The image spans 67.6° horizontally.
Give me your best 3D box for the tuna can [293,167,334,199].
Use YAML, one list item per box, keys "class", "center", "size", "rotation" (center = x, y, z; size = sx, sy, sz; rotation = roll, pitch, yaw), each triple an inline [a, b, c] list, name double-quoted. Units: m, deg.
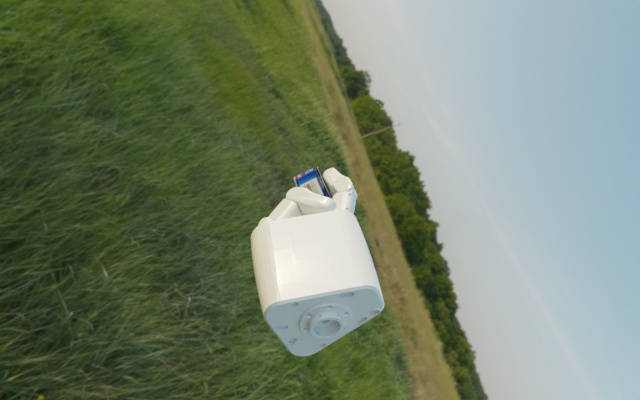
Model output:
- class: "tuna can"
  center: [0.001, 0.002, 0.593]
  size: [0.034, 0.086, 0.086]
  rotation: [-26, -2, 4]
